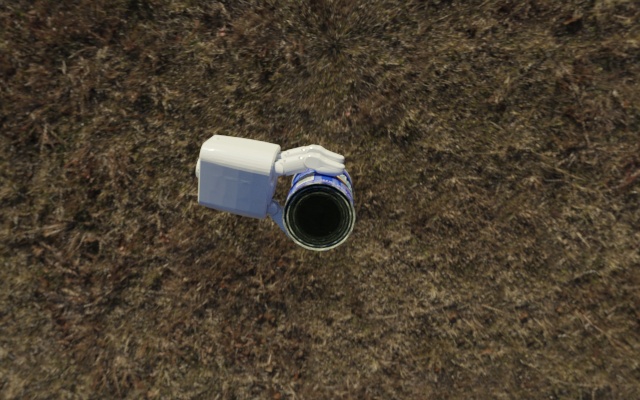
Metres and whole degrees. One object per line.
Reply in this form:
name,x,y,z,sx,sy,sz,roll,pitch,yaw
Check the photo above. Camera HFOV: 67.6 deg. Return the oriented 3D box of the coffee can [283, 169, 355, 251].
coffee can,0.000,0.002,0.732,0.103,0.103,0.140,0,18,2
